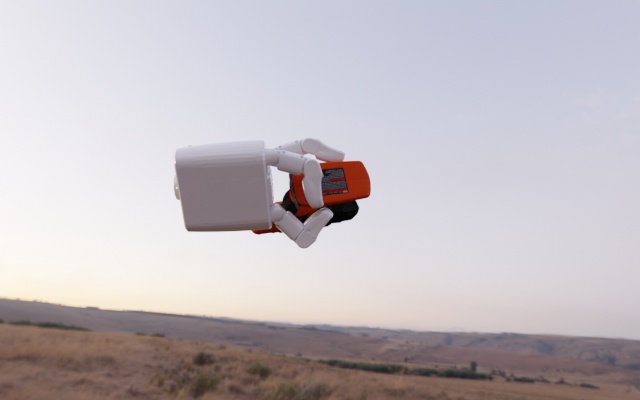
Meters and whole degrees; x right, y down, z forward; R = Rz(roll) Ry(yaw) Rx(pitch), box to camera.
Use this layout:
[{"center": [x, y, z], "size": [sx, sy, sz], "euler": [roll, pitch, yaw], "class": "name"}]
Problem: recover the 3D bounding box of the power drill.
[{"center": [0.000, 0.002, 0.691], "size": [0.184, 0.057, 0.188], "euler": [-9, -15, -23], "class": "power drill"}]
